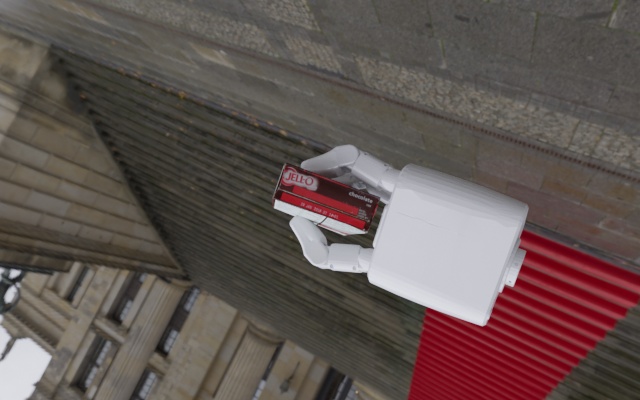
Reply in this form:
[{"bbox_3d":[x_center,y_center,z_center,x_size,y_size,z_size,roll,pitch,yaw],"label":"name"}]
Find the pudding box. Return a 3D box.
[{"bbox_3d":[0.000,0.002,0.464,0.090,0.039,0.113,21,-8,-4],"label":"pudding box"}]
